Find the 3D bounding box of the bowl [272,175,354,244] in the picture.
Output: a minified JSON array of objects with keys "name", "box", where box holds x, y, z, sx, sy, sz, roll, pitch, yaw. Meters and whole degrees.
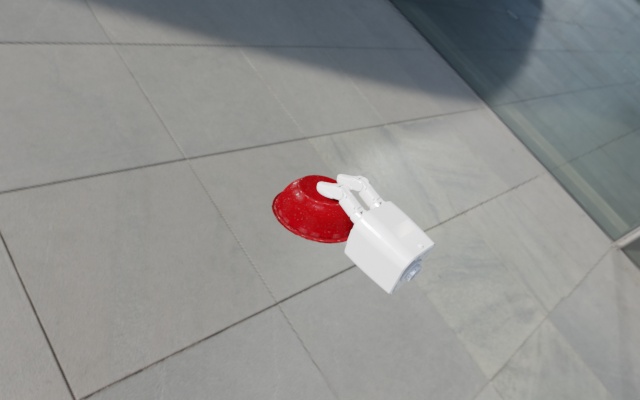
[{"name":"bowl","box":[-0.001,0.002,0.826,0.162,0.055,0.162,12,32,-8]}]
